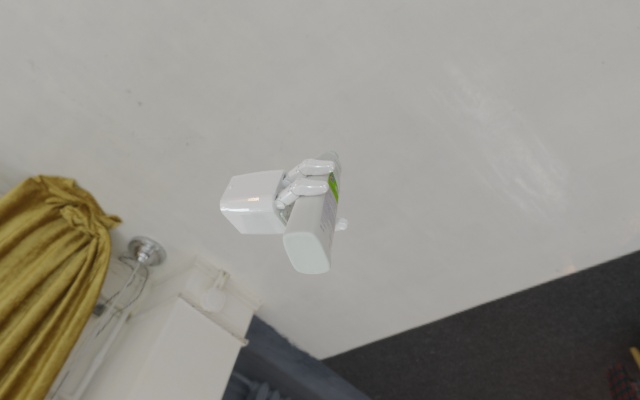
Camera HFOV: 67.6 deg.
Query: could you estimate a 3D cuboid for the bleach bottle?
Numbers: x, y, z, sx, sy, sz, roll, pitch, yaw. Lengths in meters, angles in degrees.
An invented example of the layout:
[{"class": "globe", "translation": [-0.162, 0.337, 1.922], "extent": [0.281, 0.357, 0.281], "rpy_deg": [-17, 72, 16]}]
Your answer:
[{"class": "bleach bottle", "translation": [0.000, 0.003, 0.848], "extent": [0.068, 0.103, 0.250], "rpy_deg": [-5, 40, 19]}]
